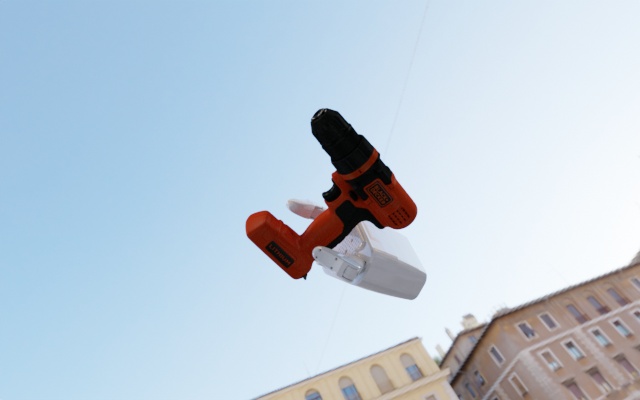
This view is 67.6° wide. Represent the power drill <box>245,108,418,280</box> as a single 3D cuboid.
[{"bbox_3d":[0.000,0.002,0.585,0.188,0.184,0.057,-35,24,18],"label":"power drill"}]
